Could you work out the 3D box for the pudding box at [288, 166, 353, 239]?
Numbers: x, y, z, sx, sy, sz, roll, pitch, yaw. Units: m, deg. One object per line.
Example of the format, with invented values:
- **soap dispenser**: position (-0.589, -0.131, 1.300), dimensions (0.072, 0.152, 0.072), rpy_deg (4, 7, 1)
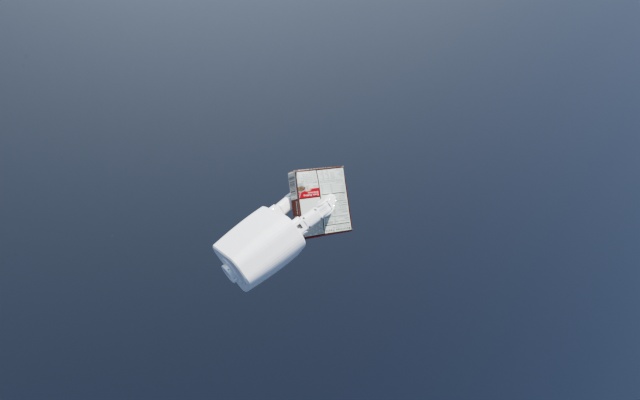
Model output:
- **pudding box**: position (0.000, 0.003, 0.790), dimensions (0.090, 0.113, 0.039), rpy_deg (-7, 0, -22)
